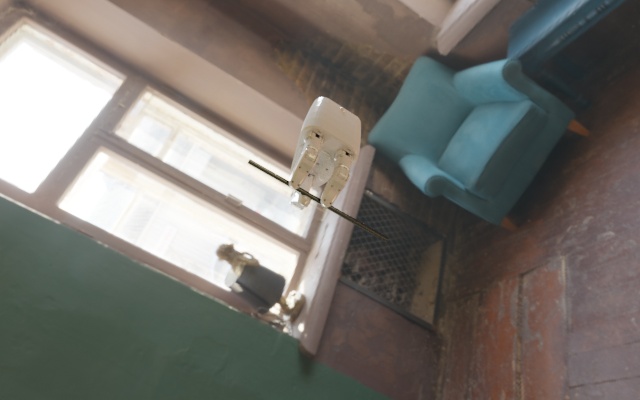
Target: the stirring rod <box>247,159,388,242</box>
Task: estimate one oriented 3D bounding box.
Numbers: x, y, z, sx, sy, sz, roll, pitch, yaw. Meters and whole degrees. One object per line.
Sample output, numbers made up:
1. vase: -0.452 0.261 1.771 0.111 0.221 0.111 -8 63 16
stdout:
1. stirring rod: 0.000 0.002 0.703 0.239 0.011 0.011 30 -8 -14
